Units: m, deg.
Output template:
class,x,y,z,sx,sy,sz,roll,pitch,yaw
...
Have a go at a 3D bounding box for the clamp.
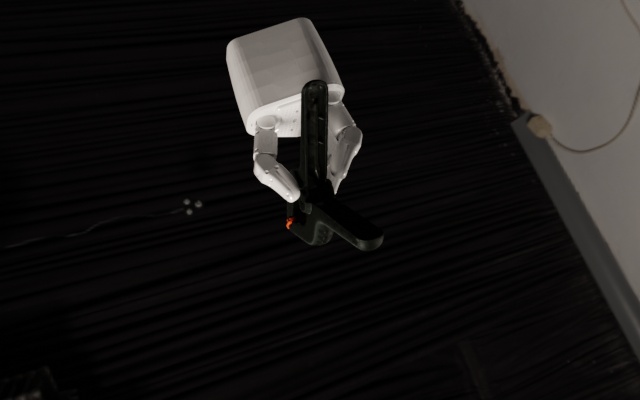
class,x,y,z,sx,sy,sz,roll,pitch,yaw
clamp,-0.001,0.002,0.498,0.036,0.164,0.210,-14,-21,-19
